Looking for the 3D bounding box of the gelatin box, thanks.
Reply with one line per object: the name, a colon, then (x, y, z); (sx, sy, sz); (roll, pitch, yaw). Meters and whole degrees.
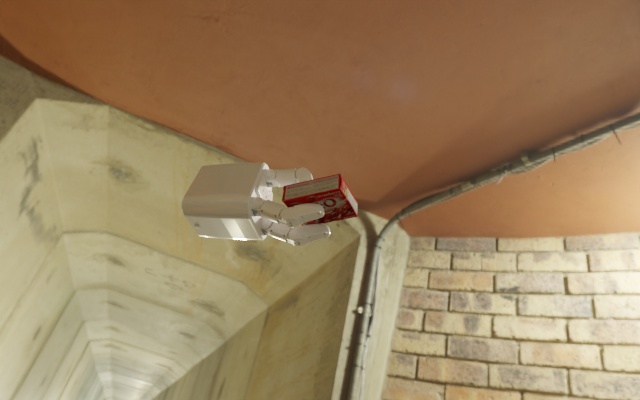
gelatin box: (0.000, 0.002, 0.680); (0.089, 0.030, 0.073); (-12, -38, 19)
